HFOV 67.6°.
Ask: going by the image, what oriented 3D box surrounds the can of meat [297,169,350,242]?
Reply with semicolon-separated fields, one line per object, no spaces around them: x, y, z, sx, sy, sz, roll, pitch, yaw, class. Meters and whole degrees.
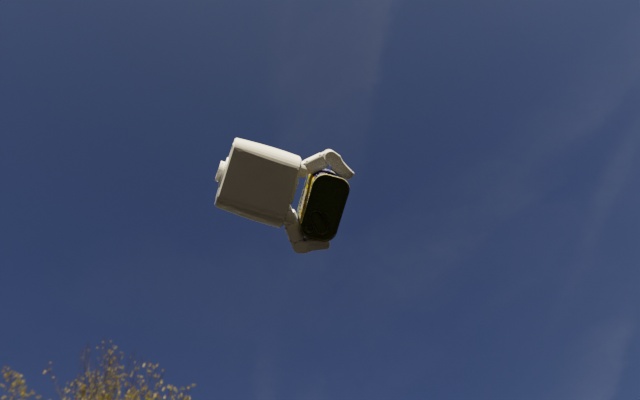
0.000;0.002;0.752;0.057;0.102;0.084;14;11;-13;can of meat
